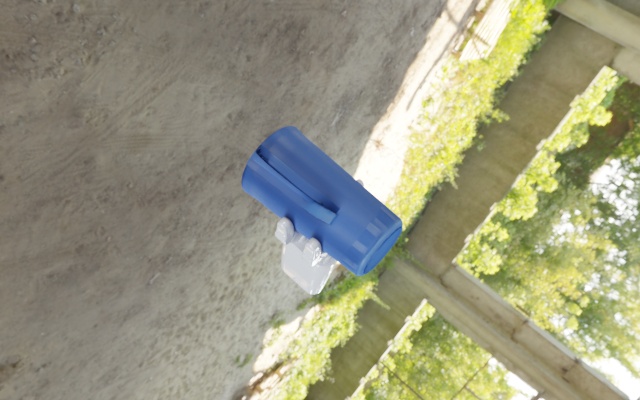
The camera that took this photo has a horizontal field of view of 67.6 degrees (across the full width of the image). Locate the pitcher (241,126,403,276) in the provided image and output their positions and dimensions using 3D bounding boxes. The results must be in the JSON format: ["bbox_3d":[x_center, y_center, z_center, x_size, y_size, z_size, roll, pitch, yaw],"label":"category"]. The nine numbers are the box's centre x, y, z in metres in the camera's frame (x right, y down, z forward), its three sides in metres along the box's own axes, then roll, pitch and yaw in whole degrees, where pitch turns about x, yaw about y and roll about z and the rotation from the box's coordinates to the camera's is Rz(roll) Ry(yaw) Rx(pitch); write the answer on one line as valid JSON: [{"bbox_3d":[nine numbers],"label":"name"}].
[{"bbox_3d":[0.000,0.002,0.735,0.242,0.145,0.149,39,53,18],"label":"pitcher"}]
